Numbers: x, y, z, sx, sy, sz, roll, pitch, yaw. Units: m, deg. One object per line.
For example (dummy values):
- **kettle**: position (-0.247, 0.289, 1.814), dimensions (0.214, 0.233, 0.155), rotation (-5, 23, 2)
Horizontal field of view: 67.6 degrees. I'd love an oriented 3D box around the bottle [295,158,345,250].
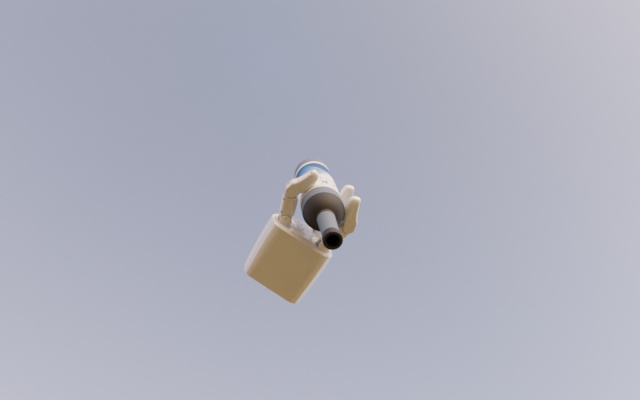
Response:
- **bottle**: position (0.000, 0.002, 0.772), dimensions (0.069, 0.069, 0.295), rotation (0, 20, -7)
